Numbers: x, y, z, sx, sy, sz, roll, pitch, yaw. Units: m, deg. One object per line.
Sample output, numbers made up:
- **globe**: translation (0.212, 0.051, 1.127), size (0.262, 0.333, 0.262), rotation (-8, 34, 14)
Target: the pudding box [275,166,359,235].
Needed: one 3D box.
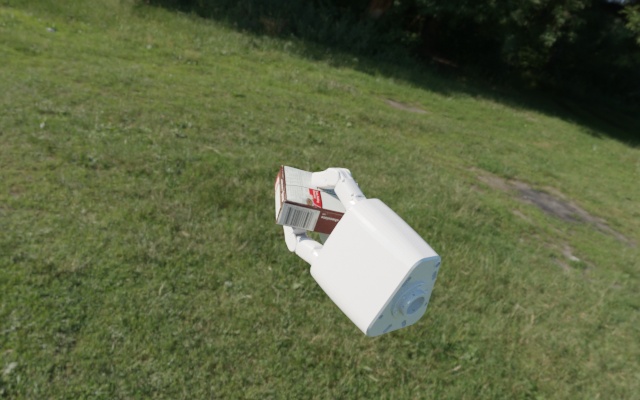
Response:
- **pudding box**: translation (0.000, 0.002, 0.611), size (0.113, 0.039, 0.090), rotation (14, 30, -15)
